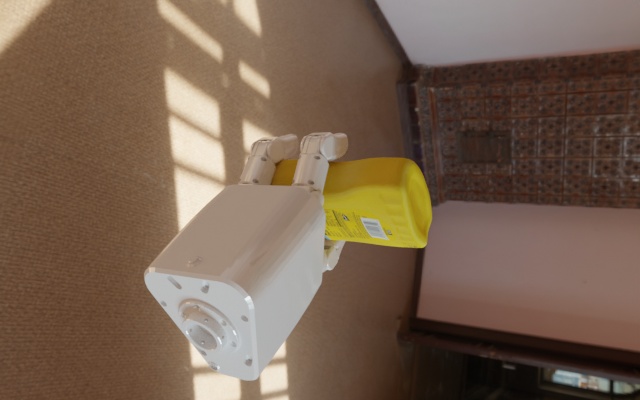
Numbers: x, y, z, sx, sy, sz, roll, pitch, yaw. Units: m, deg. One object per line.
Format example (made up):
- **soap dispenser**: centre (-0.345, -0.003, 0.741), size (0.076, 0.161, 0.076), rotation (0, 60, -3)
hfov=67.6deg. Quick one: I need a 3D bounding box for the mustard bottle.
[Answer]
- **mustard bottle**: centre (0.000, 0.001, 0.445), size (0.191, 0.058, 0.096), rotation (2, -32, 28)
